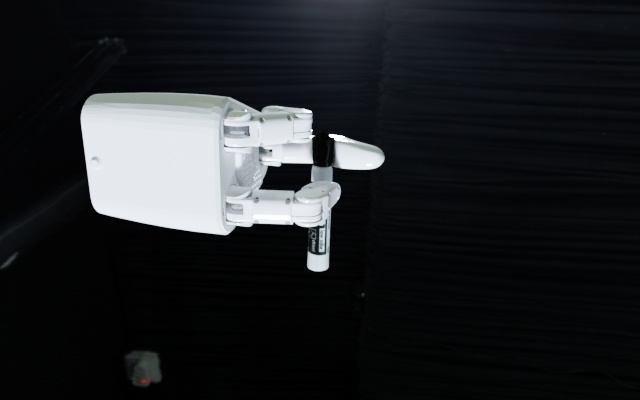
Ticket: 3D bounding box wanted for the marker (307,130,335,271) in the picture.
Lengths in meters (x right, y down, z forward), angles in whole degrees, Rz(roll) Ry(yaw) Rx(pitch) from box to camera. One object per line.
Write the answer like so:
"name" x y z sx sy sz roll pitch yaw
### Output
"marker" 0.000 0.001 0.400 0.020 0.121 0.020 2 20 -1
